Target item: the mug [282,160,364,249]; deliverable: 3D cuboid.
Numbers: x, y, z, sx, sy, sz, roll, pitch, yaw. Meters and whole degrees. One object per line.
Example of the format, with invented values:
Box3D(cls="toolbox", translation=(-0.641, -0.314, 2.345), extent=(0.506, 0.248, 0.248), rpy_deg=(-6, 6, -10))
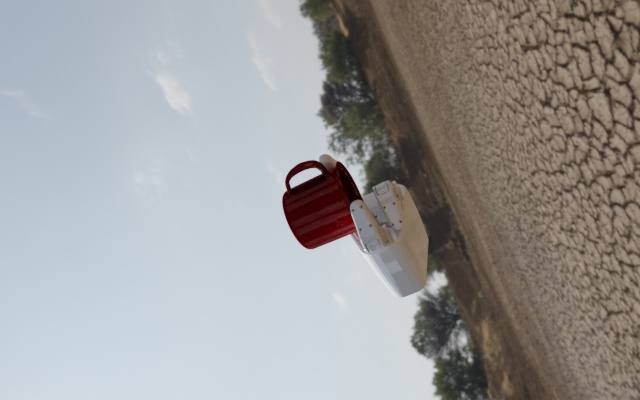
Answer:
Box3D(cls="mug", translation=(-0.001, 0.001, 0.583), extent=(0.081, 0.117, 0.093), rpy_deg=(-24, 36, 14))
